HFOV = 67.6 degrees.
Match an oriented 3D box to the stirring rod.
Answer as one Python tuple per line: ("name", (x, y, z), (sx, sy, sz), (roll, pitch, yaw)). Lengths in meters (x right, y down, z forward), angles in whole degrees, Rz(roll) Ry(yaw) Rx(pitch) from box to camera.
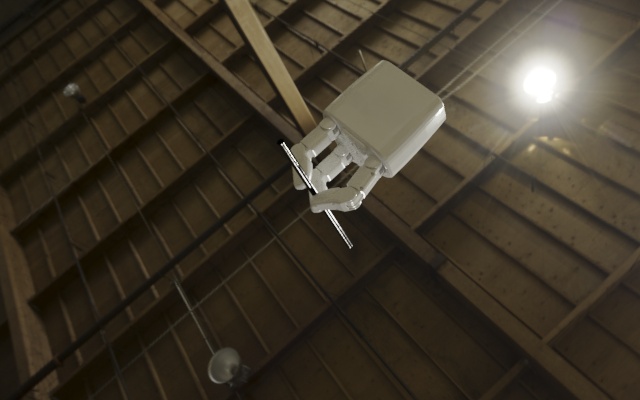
("stirring rod", (0.000, 0.002, 0.589), (0.011, 0.011, 0.240), (0, -31, 24))
